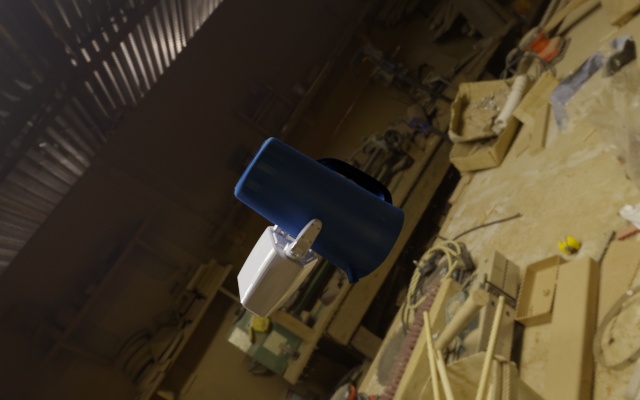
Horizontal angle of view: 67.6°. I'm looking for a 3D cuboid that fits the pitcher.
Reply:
[{"bbox_3d":[0.000,0.003,0.740,0.243,0.145,0.149,33,10,-7],"label":"pitcher"}]
